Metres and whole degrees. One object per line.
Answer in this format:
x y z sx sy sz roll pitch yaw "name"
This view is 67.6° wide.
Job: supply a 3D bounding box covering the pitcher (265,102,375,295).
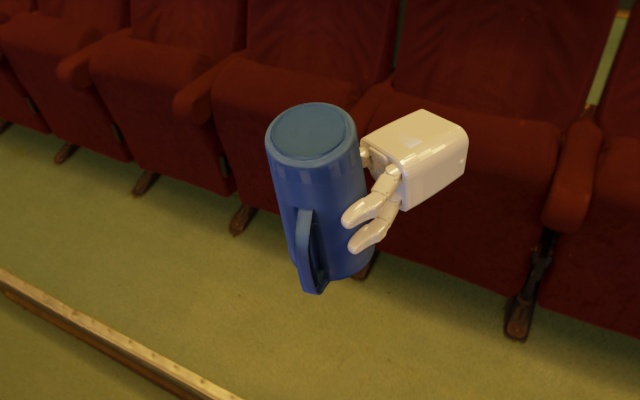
0.000 0.002 0.631 0.145 0.149 0.243 -27 -37 -12 "pitcher"
